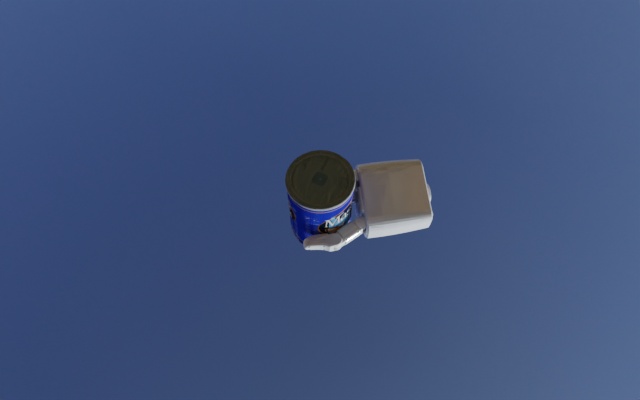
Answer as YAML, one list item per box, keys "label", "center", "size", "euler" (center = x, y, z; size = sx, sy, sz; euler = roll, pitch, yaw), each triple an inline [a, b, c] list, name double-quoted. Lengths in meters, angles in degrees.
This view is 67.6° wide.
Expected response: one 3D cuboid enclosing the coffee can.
- label: "coffee can"
  center: [0.000, 0.002, 0.754]
  size: [0.103, 0.102, 0.140]
  euler: [0, -30, 0]
